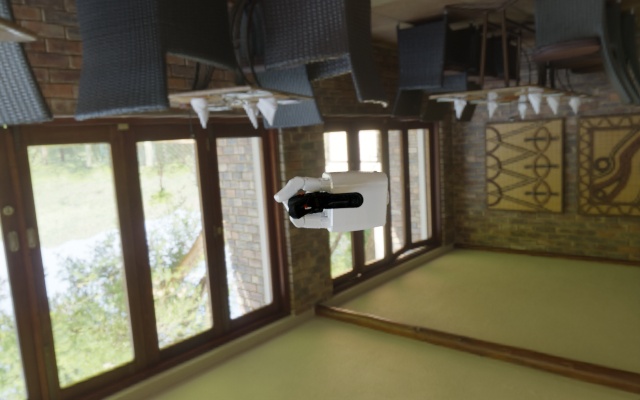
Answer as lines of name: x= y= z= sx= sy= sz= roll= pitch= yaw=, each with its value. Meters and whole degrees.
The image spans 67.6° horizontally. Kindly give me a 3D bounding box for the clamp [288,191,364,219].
clamp: x=0.000 y=0.003 z=0.799 sx=0.120 sy=0.039 sz=0.171 roll=-4 pitch=7 yaw=-8
